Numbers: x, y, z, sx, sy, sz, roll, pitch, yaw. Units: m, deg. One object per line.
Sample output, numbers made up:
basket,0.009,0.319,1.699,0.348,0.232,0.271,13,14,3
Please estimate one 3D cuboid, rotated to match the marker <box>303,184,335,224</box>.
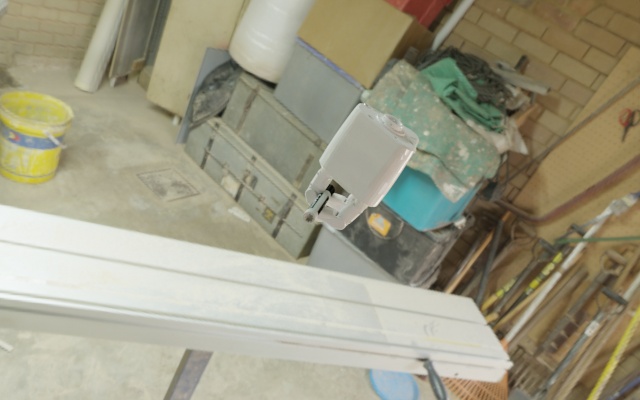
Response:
marker,0.000,0.002,0.727,0.020,0.020,0.121,0,22,17
